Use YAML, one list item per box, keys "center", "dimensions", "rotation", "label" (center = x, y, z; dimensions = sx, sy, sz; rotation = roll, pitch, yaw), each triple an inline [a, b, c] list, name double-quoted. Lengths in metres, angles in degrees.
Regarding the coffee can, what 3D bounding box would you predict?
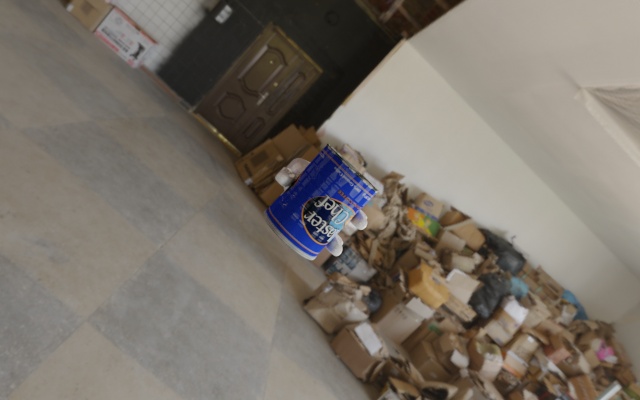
- center: [0.000, 0.002, 0.701]
  dimensions: [0.103, 0.140, 0.103]
  rotation: [43, 7, -6]
  label: "coffee can"
